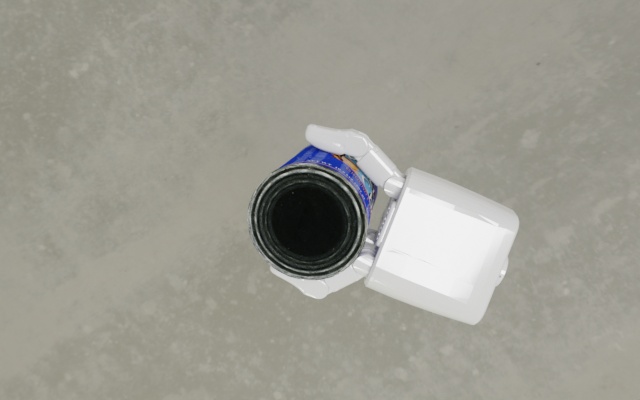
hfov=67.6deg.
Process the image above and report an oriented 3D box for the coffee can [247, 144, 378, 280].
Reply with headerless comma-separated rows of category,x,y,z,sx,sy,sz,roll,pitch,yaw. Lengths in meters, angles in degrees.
coffee can,0.000,0.001,0.461,0.103,0.103,0.140,0,15,10
